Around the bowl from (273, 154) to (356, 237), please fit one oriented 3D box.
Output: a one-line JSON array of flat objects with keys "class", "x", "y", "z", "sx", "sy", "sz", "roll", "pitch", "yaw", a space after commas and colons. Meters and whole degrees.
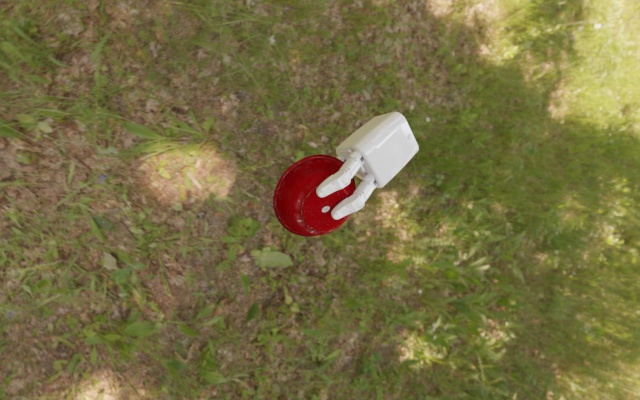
[{"class": "bowl", "x": -0.001, "y": 0.004, "z": 0.849, "sx": 0.162, "sy": 0.162, "sz": 0.055, "roll": 0, "pitch": 23, "yaw": -23}]
